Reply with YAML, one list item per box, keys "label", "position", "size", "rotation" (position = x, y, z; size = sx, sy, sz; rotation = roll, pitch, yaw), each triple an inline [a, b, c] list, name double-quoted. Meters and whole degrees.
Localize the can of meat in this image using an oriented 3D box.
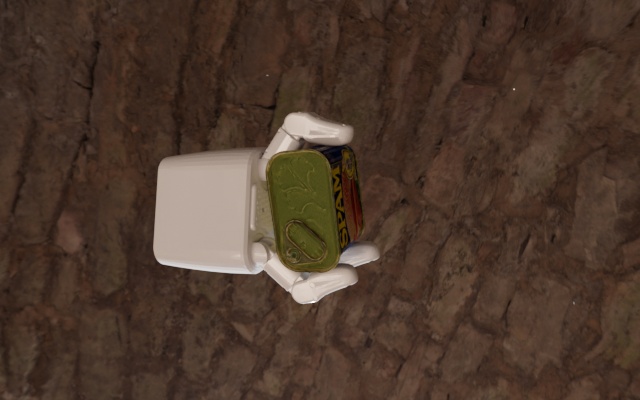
- label: "can of meat"
  position: [0.000, 0.001, 0.421]
  size: [0.057, 0.102, 0.084]
  rotation: [-3, 11, 22]
